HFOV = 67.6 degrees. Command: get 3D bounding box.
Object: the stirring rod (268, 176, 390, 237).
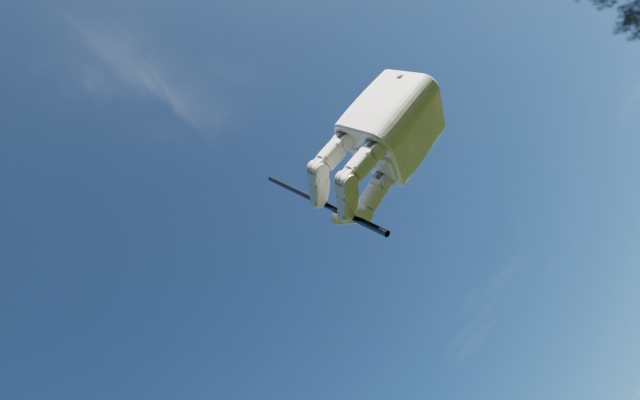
[{"bbox_3d":[0.000,0.002,0.609,0.011,0.011,0.239,0,17,-39],"label":"stirring rod"}]
